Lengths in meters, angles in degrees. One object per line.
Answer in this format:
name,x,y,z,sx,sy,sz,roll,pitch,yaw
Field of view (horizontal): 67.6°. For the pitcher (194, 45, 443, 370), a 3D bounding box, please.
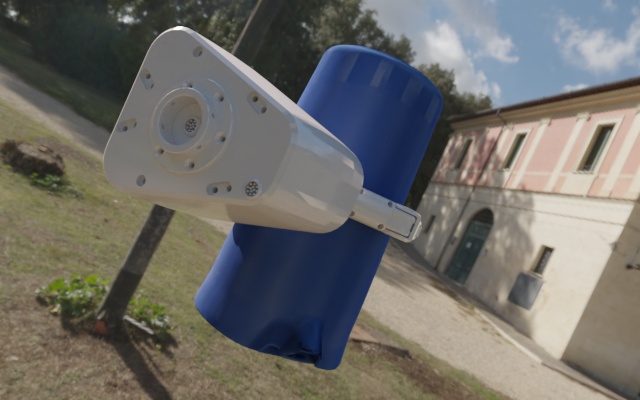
pitcher,0.000,0.001,0.409,0.149,0.243,0.145,26,1,23
